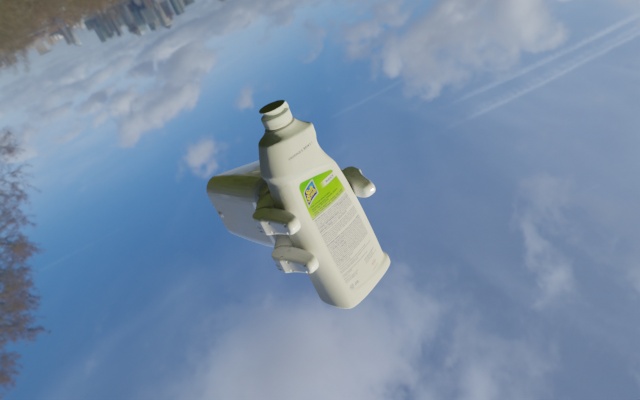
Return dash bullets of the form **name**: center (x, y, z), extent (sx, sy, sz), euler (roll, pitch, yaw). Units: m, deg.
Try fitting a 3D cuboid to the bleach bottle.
- **bleach bottle**: center (0.000, 0.002, 0.542), extent (0.068, 0.251, 0.102), euler (7, 41, 43)
